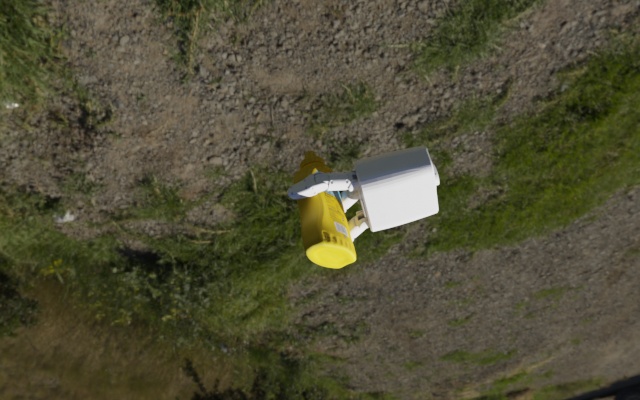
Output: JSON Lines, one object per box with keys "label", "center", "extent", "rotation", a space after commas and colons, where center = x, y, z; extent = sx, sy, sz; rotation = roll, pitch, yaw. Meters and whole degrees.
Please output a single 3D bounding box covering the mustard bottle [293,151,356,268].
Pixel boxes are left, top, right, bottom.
{"label": "mustard bottle", "center": [0.000, 0.003, 0.729], "extent": [0.058, 0.191, 0.096], "rotation": [-29, -36, 25]}
